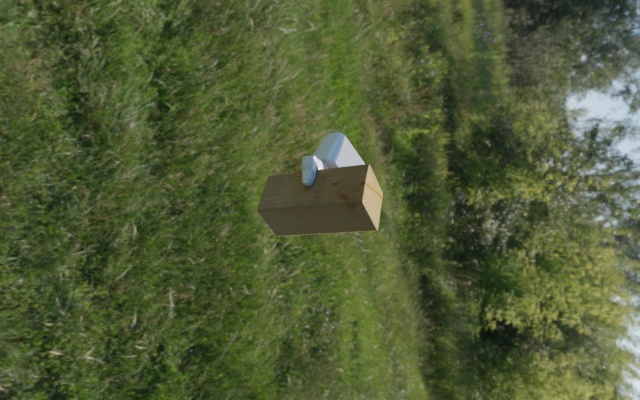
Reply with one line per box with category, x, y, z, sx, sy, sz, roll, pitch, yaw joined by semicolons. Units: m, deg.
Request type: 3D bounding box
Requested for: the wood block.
wood block;0.000;0.002;0.889;0.206;0.090;0.091;-5;-41;24
